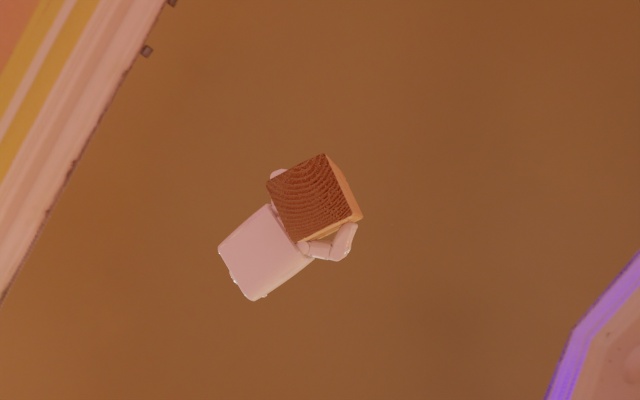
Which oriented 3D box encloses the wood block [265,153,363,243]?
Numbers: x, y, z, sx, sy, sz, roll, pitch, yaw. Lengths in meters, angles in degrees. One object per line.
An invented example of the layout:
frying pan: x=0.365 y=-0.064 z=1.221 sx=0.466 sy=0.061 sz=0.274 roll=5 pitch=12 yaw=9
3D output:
wood block: x=0.000 y=0.002 z=0.709 sx=0.090 sy=0.091 sz=0.206 roll=-26 pitch=-6 yaw=6
